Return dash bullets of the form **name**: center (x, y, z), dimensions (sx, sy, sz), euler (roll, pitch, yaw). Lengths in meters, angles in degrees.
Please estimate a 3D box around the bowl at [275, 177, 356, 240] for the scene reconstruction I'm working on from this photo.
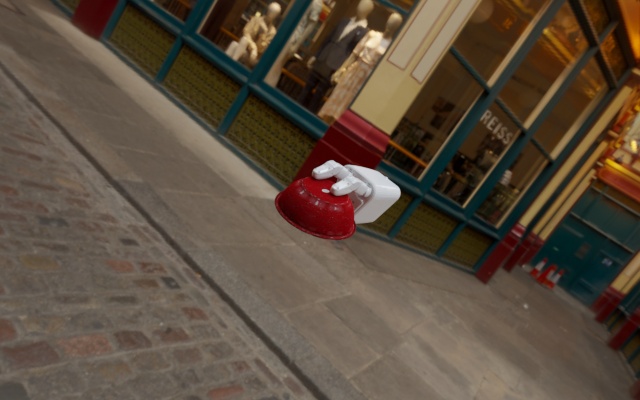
- **bowl**: center (0.000, 0.003, 0.876), dimensions (0.162, 0.055, 0.162), euler (18, 27, -10)
